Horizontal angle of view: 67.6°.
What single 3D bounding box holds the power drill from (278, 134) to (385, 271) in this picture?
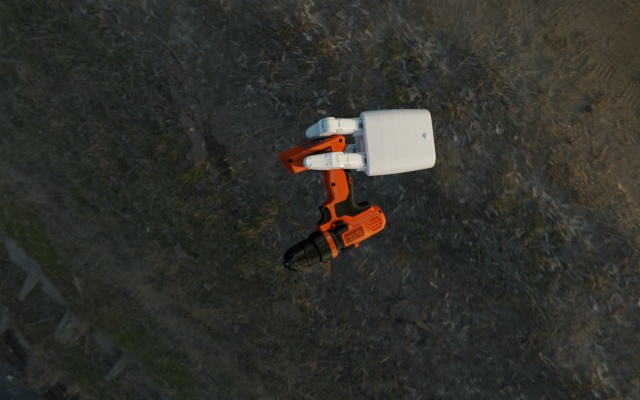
[{"bbox_3d":[0.000,0.002,0.754,0.184,0.188,0.057,-26,21,-18],"label":"power drill"}]
